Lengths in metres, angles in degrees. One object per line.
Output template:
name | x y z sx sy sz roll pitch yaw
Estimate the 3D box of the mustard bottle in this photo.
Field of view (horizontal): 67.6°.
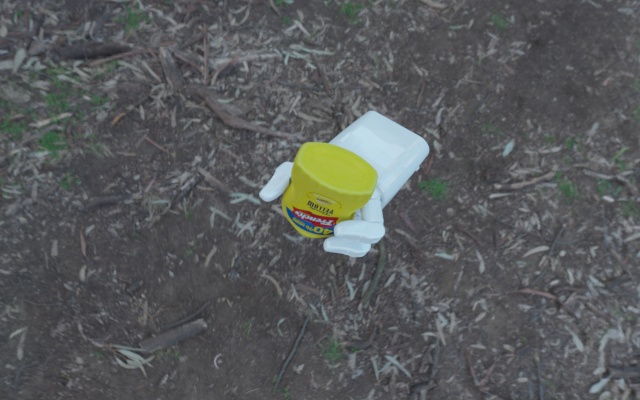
mustard bottle | 0.000 0.002 0.610 0.096 0.058 0.192 20 -27 -3
